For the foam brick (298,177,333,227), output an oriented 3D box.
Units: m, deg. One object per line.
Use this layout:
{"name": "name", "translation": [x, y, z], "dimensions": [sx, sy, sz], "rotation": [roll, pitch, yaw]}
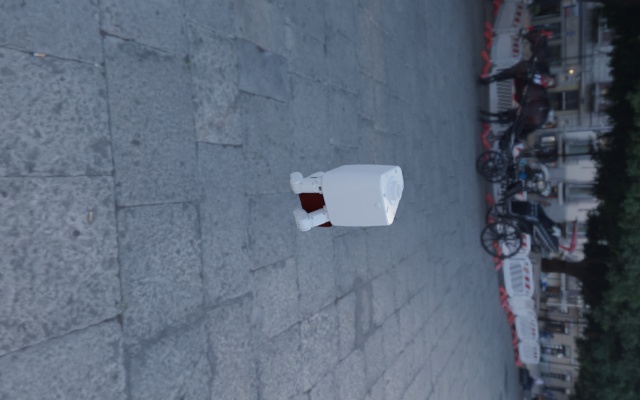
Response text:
{"name": "foam brick", "translation": [0.000, 0.003, 0.867], "dimensions": [0.051, 0.078, 0.053], "rotation": [2, 31, 30]}
